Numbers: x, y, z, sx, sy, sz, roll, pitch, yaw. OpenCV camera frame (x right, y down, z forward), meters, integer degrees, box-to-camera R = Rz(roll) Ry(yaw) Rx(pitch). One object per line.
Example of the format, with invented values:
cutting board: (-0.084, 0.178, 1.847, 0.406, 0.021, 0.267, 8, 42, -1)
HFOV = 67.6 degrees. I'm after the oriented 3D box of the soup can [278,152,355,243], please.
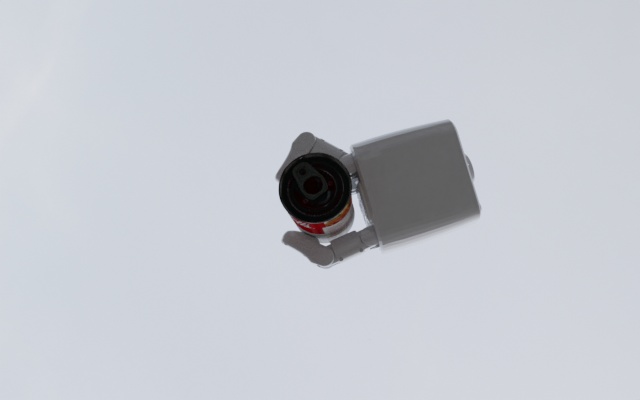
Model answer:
soup can: (0.000, 0.002, 0.482, 0.068, 0.068, 0.102, 0, -16, 6)
